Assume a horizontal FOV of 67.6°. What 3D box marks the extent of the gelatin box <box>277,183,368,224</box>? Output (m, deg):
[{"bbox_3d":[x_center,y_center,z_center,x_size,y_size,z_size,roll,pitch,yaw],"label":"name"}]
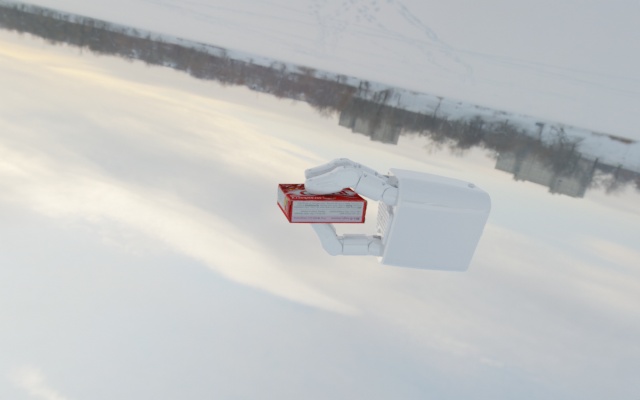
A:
[{"bbox_3d":[0.000,0.002,0.548,0.089,0.030,0.073,0,16,-16],"label":"gelatin box"}]
